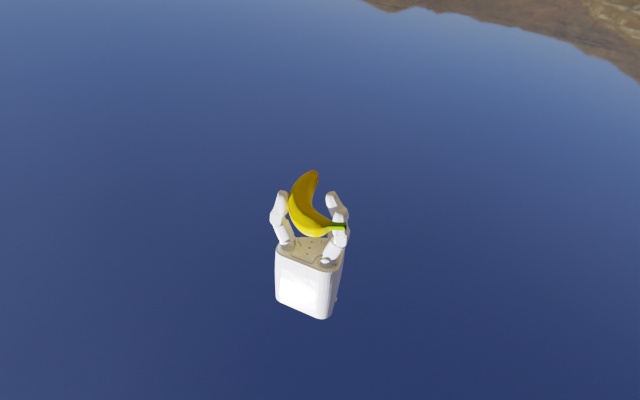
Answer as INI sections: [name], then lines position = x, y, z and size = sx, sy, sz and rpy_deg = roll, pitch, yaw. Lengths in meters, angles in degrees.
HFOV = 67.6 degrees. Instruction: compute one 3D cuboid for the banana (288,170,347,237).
[banana]
position = -0.017, 0.006, 0.742
size = 0.069, 0.037, 0.197
rpy_deg = -7, 30, -11
